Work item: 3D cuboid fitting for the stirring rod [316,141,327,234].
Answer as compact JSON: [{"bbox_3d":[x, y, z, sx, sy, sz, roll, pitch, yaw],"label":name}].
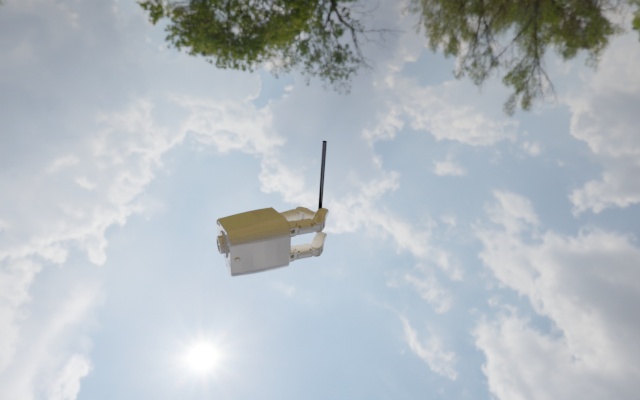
[{"bbox_3d":[0.000,0.003,0.868,0.011,0.240,0.011,3,32,-2],"label":"stirring rod"}]
